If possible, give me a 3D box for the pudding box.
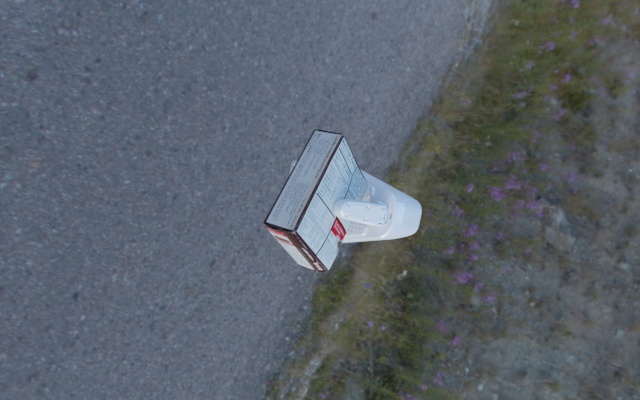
[{"bbox_3d":[0.000,0.002,0.467,0.039,0.113,0.090,11,-27,30],"label":"pudding box"}]
